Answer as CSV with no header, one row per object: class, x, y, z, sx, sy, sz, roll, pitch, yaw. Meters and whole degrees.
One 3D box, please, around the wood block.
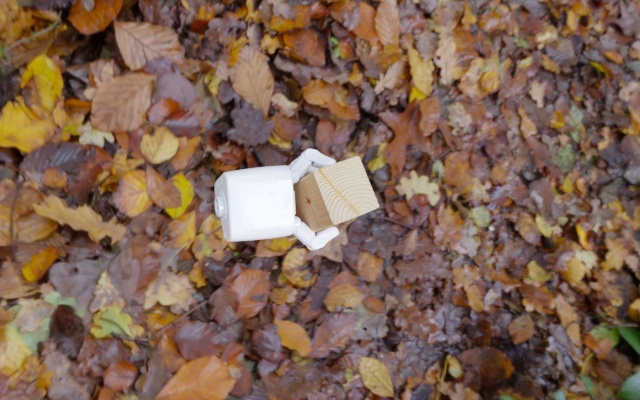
wood block,0.000,0.003,0.829,0.090,0.091,0.206,-20,-2,-26
